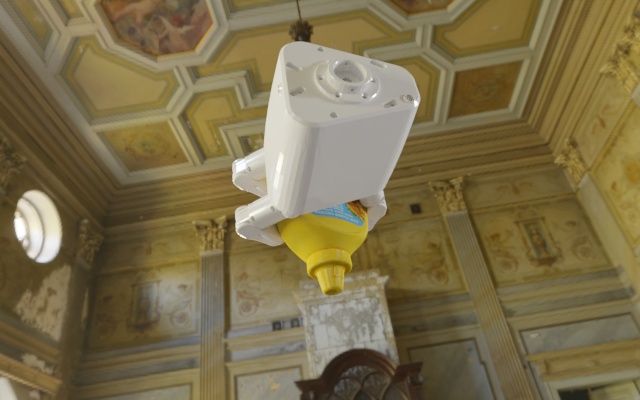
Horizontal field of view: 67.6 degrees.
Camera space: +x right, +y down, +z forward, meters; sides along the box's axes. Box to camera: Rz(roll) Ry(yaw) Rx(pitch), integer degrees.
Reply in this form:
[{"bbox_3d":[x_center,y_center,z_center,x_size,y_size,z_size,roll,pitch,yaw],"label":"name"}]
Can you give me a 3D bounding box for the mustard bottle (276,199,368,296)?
[{"bbox_3d":[0.000,0.002,0.472,0.096,0.191,0.058,16,-41,-32],"label":"mustard bottle"}]
